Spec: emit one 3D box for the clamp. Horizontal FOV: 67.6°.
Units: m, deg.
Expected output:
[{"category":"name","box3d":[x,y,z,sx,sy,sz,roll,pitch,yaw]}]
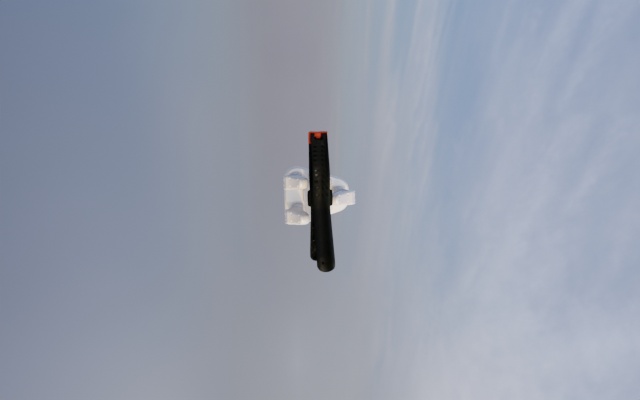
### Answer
[{"category":"clamp","box3d":[0.001,0.002,0.707,0.036,0.210,0.164,-1,6,-6]}]
